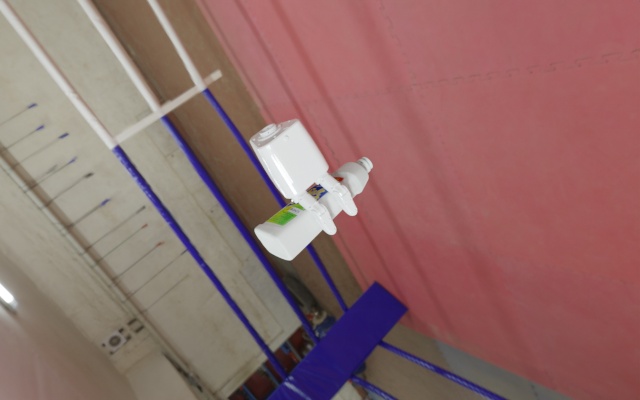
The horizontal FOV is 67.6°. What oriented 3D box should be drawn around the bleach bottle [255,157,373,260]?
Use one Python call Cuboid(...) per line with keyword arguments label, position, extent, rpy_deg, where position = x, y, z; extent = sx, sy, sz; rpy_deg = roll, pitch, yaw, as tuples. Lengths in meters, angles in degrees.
Cuboid(label="bleach bottle", position=(0.000, 0.003, 0.897), extent=(0.250, 0.068, 0.102), rpy_deg=(-42, 26, -22))
